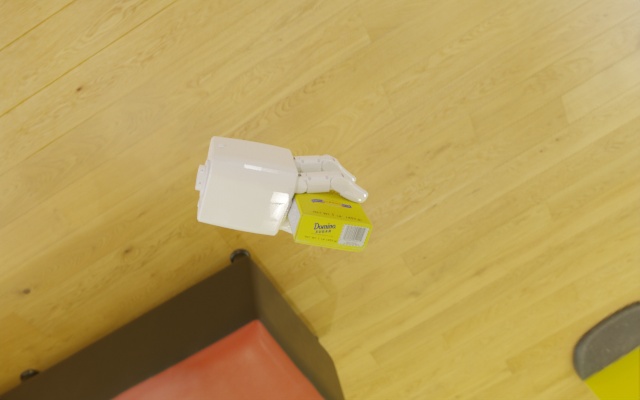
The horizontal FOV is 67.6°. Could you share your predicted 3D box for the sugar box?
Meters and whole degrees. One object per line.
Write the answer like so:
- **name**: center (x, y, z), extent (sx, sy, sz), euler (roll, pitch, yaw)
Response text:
- **sugar box**: center (0.000, 0.002, 0.646), extent (0.093, 0.048, 0.176), euler (11, 25, -18)
